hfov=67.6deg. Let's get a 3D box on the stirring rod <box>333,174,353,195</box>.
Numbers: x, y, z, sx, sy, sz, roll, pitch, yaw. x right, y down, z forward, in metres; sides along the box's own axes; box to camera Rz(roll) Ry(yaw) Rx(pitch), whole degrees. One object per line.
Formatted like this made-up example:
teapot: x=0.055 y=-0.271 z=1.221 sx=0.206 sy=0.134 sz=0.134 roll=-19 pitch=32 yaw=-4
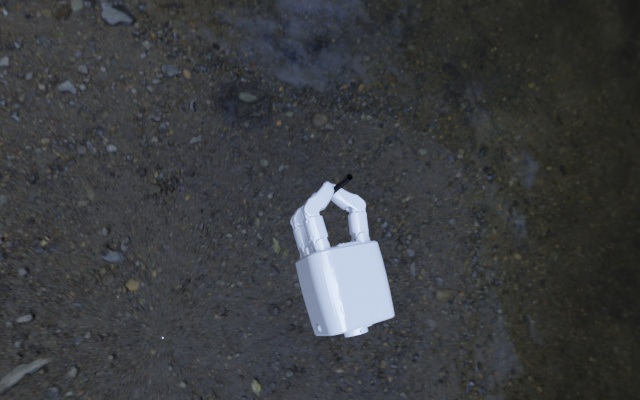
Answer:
stirring rod: x=0.000 y=0.002 z=0.704 sx=0.011 sy=0.011 sz=0.239 roll=0 pitch=-15 yaw=-18
